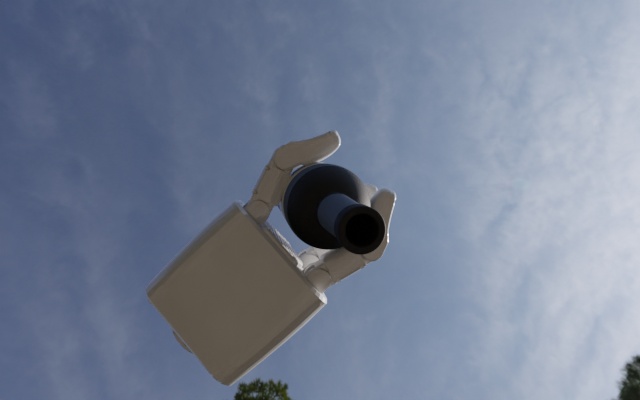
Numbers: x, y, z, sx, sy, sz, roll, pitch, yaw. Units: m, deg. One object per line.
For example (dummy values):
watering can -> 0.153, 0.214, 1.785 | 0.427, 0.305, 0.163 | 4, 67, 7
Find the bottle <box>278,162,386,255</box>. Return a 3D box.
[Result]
bottle -> 0.000, 0.001, 0.407 | 0.069, 0.069, 0.295 | 0, 6, -9
